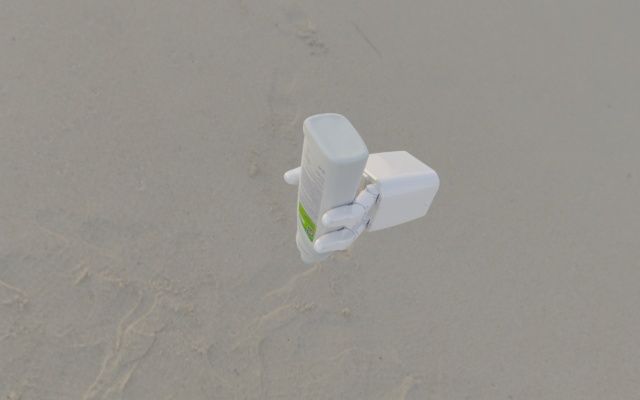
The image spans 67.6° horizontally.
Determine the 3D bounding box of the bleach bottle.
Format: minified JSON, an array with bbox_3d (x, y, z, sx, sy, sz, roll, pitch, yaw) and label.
[{"bbox_3d":[0.000,0.002,0.705,0.068,0.102,0.251,-12,-39,-24],"label":"bleach bottle"}]
